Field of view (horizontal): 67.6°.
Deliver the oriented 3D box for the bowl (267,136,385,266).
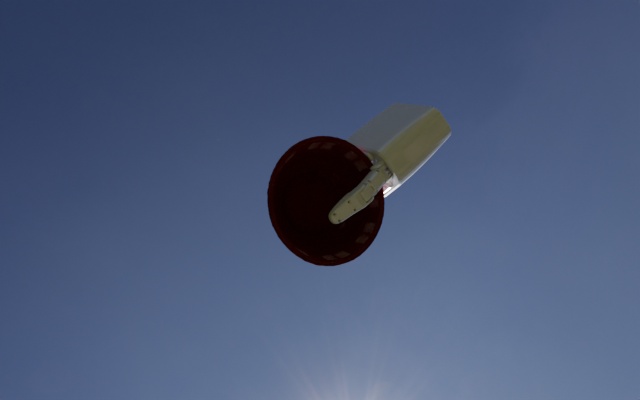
[{"bbox_3d":[-0.001,0.003,0.610,0.162,0.162,0.055,0,-5,-26],"label":"bowl"}]
